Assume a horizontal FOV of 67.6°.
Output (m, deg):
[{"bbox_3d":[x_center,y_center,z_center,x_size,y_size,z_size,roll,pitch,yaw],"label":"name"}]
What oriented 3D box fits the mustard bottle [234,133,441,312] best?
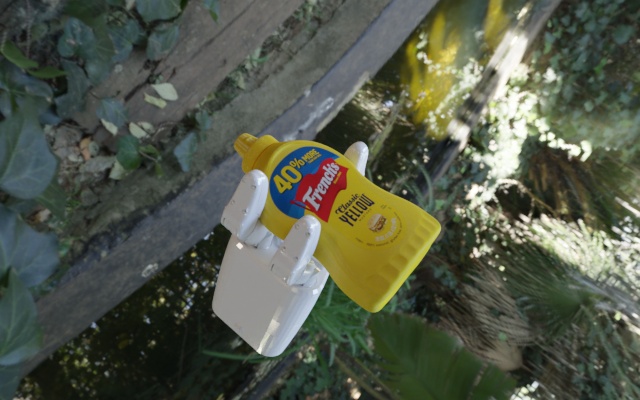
[{"bbox_3d":[0.000,0.001,0.411,0.191,0.096,0.058,37,-30,16],"label":"mustard bottle"}]
